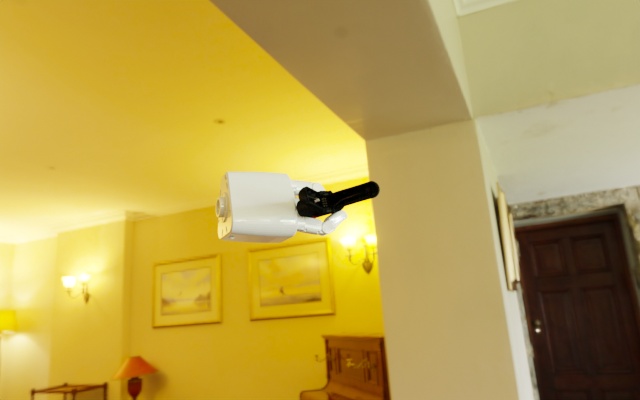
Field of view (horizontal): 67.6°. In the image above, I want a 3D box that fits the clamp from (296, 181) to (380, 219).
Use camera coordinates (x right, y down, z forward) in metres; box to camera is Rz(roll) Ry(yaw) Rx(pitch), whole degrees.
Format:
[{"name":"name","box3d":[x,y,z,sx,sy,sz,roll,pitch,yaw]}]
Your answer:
[{"name":"clamp","box3d":[0.000,0.002,0.735,0.120,0.039,0.171,3,-16,-25]}]
